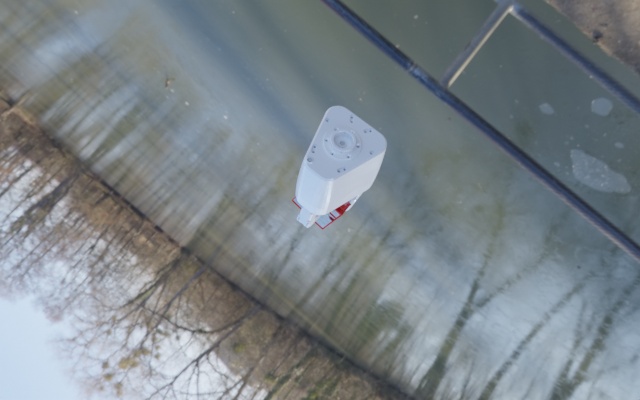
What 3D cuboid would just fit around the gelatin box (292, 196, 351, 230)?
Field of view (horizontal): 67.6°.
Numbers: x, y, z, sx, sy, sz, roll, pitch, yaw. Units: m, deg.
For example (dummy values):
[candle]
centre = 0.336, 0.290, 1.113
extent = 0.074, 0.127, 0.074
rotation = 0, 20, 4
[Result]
[gelatin box]
centre = 0.000, 0.003, 0.769
extent = 0.030, 0.073, 0.089
rotation = -49, 3, -28
